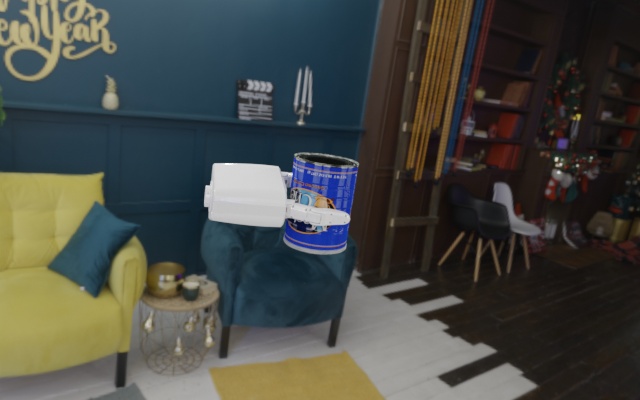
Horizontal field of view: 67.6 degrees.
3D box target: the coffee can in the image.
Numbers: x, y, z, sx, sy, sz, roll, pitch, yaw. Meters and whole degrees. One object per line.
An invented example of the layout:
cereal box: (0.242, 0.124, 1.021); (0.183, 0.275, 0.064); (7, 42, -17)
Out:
coffee can: (0.000, 0.003, 0.759); (0.103, 0.140, 0.102); (8, 14, -2)
